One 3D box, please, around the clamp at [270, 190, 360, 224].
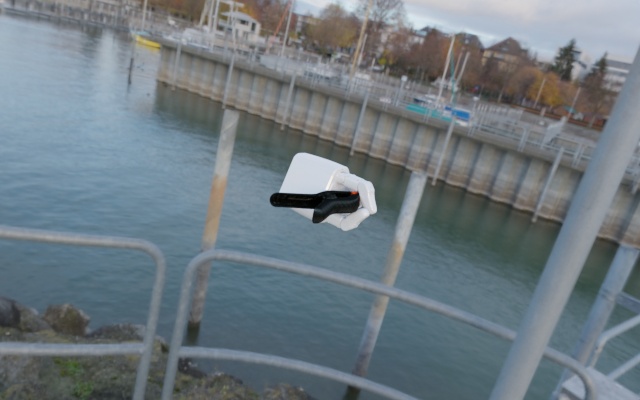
[{"bbox_3d":[0.000,0.002,0.825,0.120,0.039,0.171,24,19,33],"label":"clamp"}]
